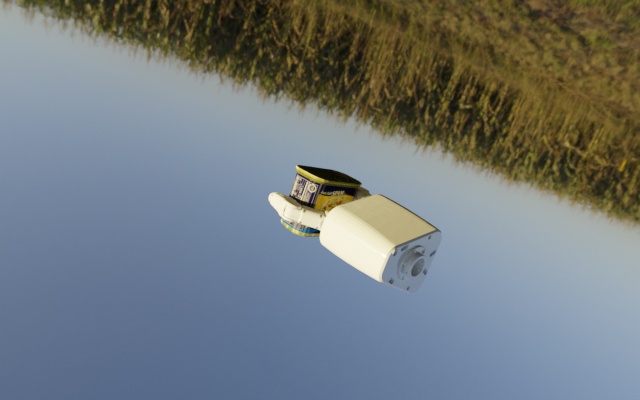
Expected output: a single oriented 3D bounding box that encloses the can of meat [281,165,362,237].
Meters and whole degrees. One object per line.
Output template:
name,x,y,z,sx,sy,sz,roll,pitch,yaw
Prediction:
can of meat,0.000,0.002,0.666,0.057,0.084,0.102,30,17,38
